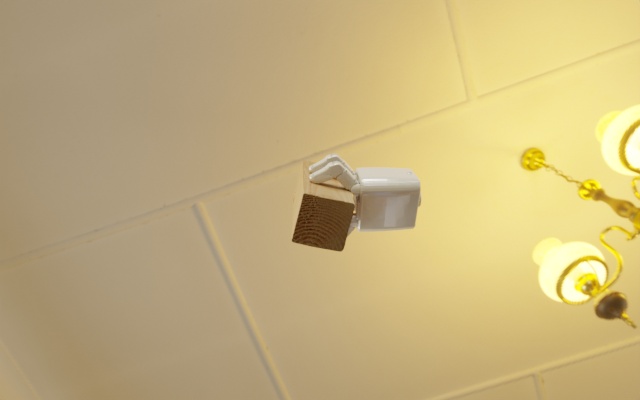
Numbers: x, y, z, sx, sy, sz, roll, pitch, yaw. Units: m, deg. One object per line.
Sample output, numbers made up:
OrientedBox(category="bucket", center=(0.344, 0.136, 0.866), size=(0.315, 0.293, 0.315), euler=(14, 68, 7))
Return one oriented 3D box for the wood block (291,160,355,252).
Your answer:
OrientedBox(category="wood block", center=(0.000, 0.003, 0.873), size=(0.090, 0.091, 0.206), euler=(12, 18, -6))
